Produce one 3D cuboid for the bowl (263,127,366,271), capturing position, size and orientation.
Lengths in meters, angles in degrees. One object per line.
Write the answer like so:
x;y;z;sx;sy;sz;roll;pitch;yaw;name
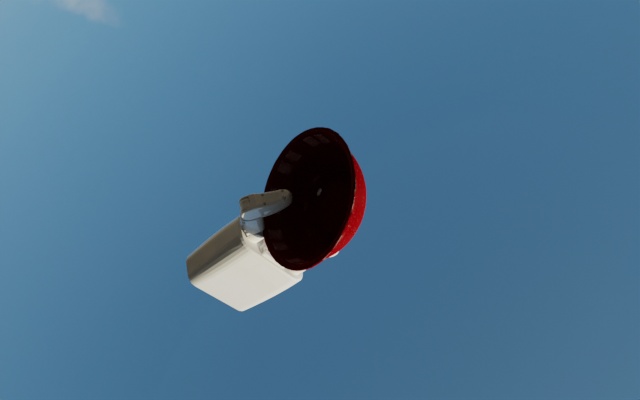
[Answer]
0.001;0.001;0.541;0.055;0.162;0.162;14;-9;-39;bowl
